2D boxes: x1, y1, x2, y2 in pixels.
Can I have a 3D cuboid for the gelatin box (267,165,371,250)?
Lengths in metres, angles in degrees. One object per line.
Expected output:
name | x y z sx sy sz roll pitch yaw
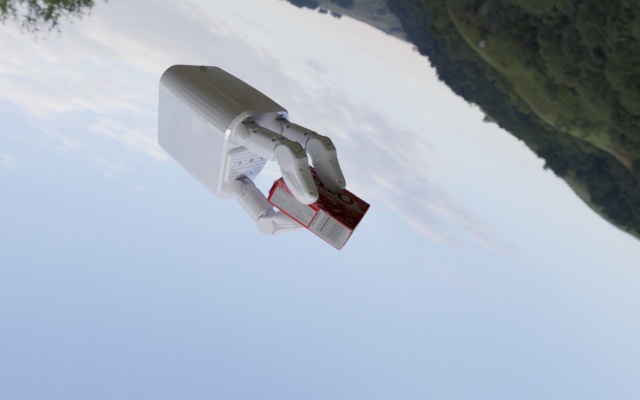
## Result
gelatin box | 0.000 0.002 0.481 0.089 0.030 0.073 34 26 5
